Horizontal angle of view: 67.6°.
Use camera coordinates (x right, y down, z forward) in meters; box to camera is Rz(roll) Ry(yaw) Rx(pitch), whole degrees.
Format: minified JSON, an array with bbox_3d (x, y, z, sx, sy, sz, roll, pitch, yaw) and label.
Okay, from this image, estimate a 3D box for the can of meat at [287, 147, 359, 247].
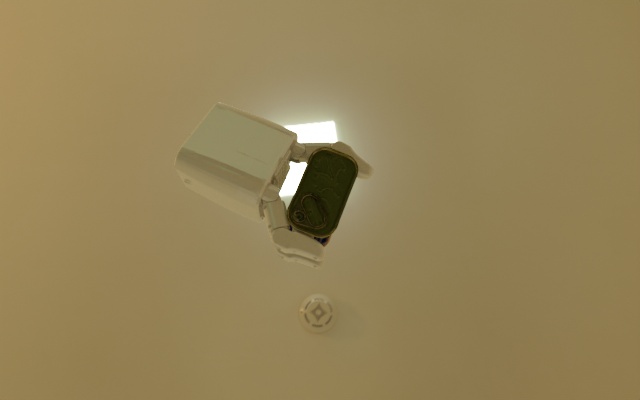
[{"bbox_3d":[0.000,0.002,0.560,0.057,0.102,0.084,21,-18,2],"label":"can of meat"}]
